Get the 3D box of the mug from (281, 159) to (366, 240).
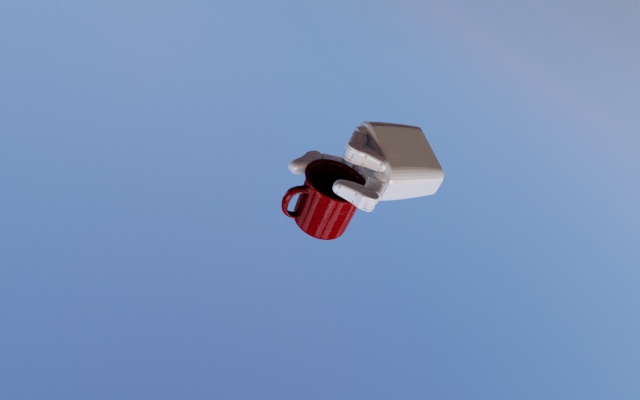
[{"bbox_3d":[-0.001,0.002,0.668,0.117,0.081,0.093,-4,45,-31],"label":"mug"}]
